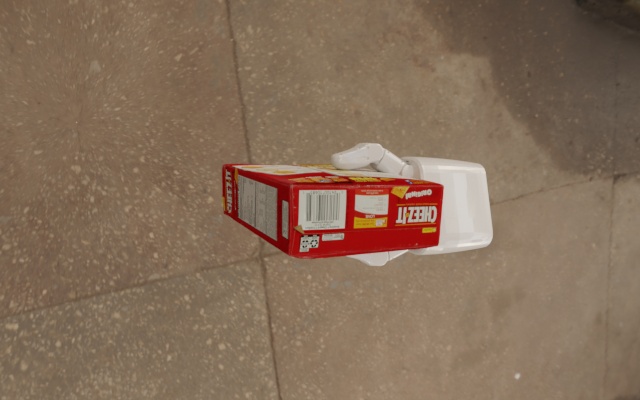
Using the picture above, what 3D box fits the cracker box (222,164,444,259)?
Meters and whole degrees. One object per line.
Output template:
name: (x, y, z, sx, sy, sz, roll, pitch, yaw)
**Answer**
cracker box: (0.000, 0.002, 0.522, 0.164, 0.072, 0.213, -2, 9, -27)
